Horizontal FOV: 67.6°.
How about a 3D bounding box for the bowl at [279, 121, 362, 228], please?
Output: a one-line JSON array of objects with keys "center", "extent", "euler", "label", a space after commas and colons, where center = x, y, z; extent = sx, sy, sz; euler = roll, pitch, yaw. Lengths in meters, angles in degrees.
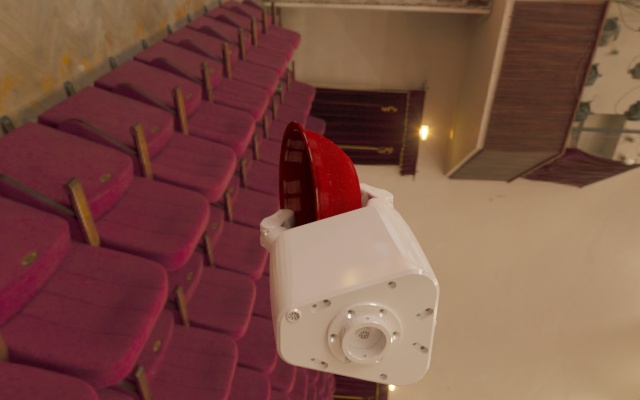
[{"center": [0.000, 0.001, 0.479], "extent": [0.055, 0.162, 0.162], "euler": [-5, 1, -16], "label": "bowl"}]
